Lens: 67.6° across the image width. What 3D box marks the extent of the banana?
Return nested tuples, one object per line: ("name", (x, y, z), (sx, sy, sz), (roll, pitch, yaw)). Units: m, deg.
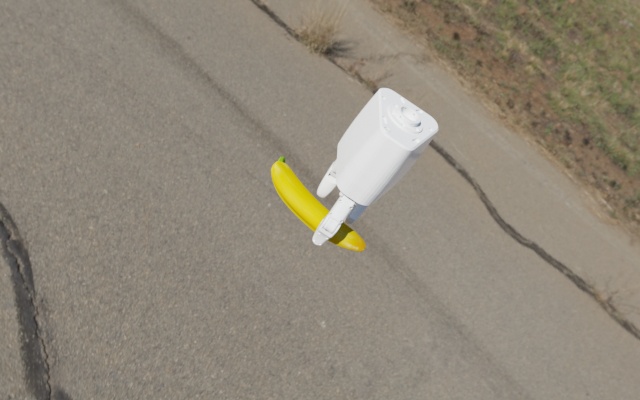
("banana", (-0.014, 0.005, 0.696), (0.069, 0.197, 0.037), (-23, -24, -48))
